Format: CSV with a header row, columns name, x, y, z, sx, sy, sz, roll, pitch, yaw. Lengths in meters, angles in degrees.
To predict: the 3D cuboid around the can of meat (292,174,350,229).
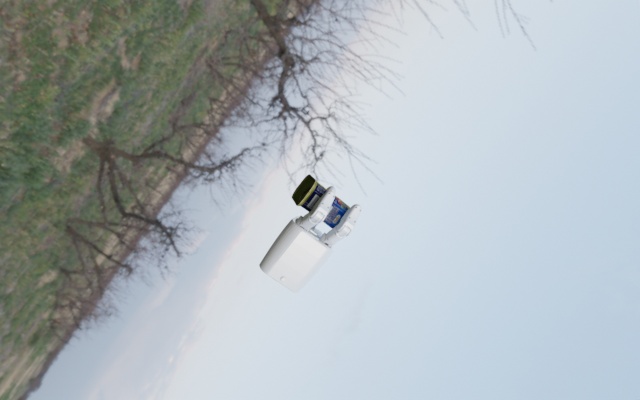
name,x,y,z,sx,sy,sz,roll,pitch,yaw
can of meat,0.000,0.003,0.881,0.084,0.057,0.102,37,3,-15
